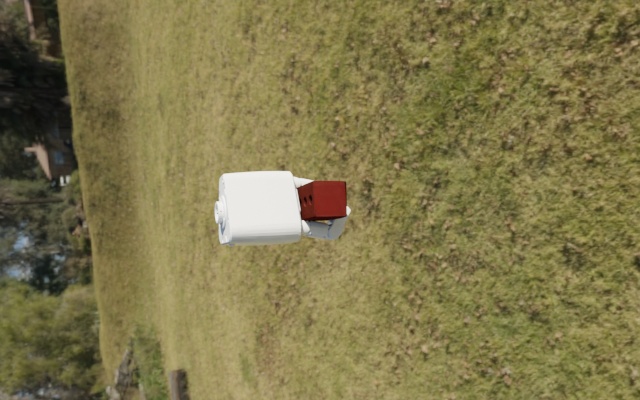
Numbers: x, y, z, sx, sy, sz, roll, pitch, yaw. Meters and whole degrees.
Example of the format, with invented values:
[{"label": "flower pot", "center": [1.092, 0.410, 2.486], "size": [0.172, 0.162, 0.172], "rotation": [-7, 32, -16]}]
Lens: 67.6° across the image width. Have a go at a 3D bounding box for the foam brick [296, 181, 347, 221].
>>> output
[{"label": "foam brick", "center": [0.000, 0.002, 0.707], "size": [0.051, 0.053, 0.078], "rotation": [1, -8, -22]}]
